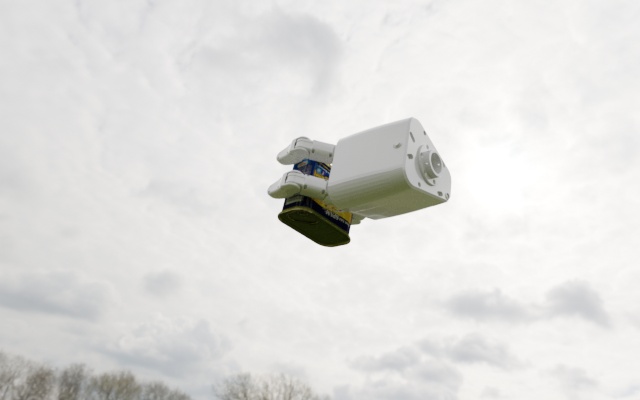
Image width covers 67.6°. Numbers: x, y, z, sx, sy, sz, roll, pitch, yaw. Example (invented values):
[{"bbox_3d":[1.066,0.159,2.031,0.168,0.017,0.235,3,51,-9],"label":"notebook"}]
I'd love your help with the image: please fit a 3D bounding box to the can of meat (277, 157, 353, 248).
[{"bbox_3d":[0.000,0.002,0.631,0.057,0.084,0.102,-17,-40,42],"label":"can of meat"}]
